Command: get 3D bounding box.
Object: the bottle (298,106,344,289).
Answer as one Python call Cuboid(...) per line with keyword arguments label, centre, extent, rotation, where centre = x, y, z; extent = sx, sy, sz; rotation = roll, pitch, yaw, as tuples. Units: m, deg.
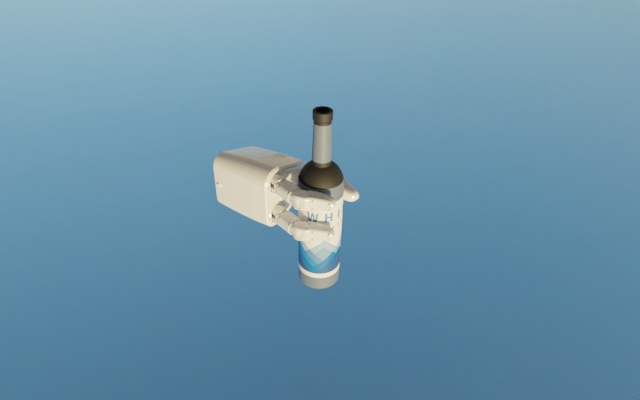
Cuboid(label="bottle", centre=(0.000, 0.003, 0.709), extent=(0.069, 0.296, 0.069), rotation=(1, 35, -1))
